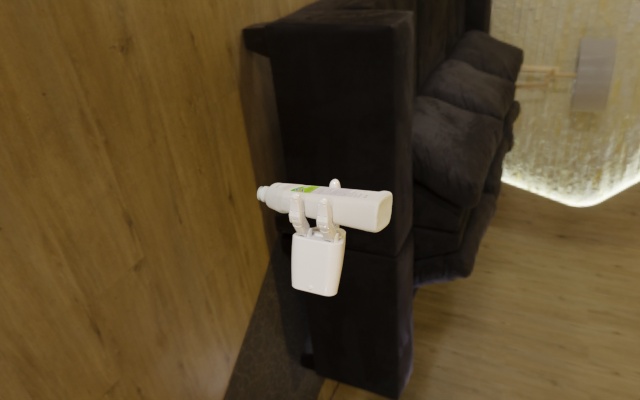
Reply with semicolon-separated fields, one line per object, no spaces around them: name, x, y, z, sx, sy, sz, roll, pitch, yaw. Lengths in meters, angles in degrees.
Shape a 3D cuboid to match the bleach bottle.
bleach bottle;0.000;0.003;0.898;0.251;0.068;0.102;9;13;23
